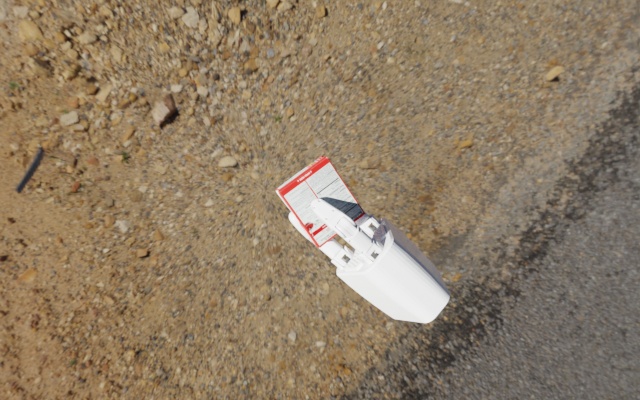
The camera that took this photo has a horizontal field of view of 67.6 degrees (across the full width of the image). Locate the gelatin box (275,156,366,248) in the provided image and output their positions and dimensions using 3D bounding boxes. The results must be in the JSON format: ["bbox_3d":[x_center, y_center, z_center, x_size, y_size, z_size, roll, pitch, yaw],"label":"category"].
[{"bbox_3d":[0.000,0.002,0.584,0.073,0.089,0.030,-37,14,-6],"label":"gelatin box"}]
